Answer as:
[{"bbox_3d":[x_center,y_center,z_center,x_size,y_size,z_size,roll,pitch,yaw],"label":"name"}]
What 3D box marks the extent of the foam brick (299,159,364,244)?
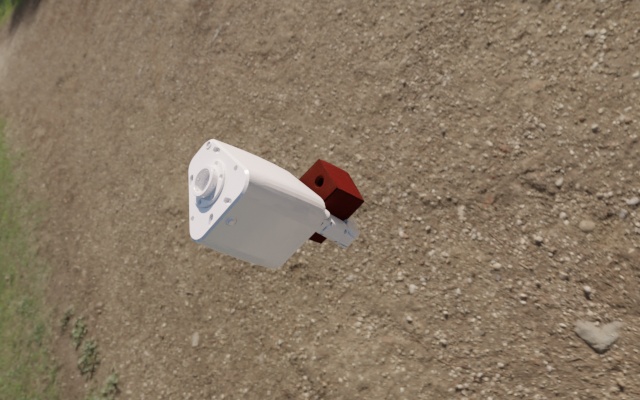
[{"bbox_3d":[0.000,0.002,0.548,0.051,0.078,0.053,26,26,-43],"label":"foam brick"}]
